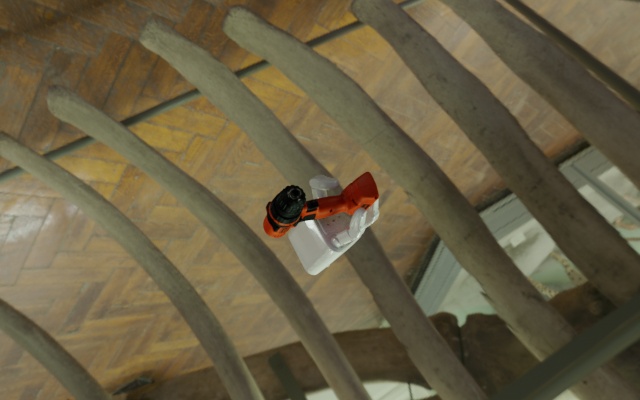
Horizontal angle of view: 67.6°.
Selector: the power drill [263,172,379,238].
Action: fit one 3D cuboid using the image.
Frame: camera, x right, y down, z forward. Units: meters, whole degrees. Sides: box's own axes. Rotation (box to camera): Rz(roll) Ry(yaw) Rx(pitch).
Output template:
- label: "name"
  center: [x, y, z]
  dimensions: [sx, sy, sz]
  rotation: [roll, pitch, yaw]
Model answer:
- label: "power drill"
  center: [0.000, 0.003, 0.809]
  dimensions: [0.187, 0.057, 0.184]
  rotation: [-13, -13, -20]
